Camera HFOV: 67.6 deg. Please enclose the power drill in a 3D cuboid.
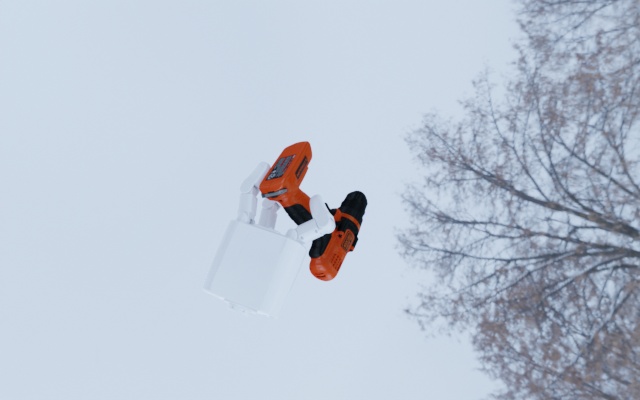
[{"bbox_3d":[0.000,0.002,0.742,0.057,0.188,0.184,-14,35,38],"label":"power drill"}]
